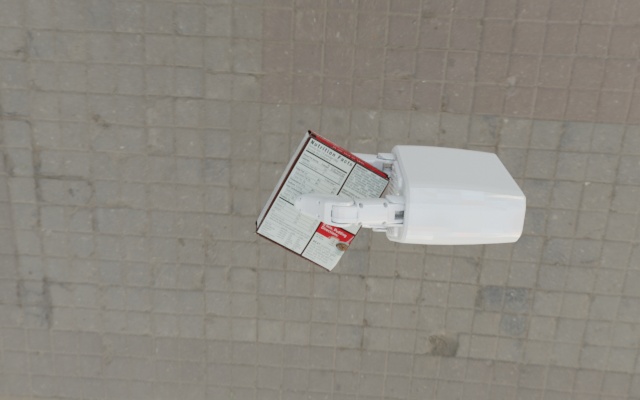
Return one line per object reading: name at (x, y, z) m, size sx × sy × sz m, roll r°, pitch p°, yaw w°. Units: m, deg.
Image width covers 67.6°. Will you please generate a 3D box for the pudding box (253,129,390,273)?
pudding box at (0.000, 0.002, 0.465) m, size 0.090 × 0.113 × 0.039 m, roll 29°, pitch 11°, yaw -10°
